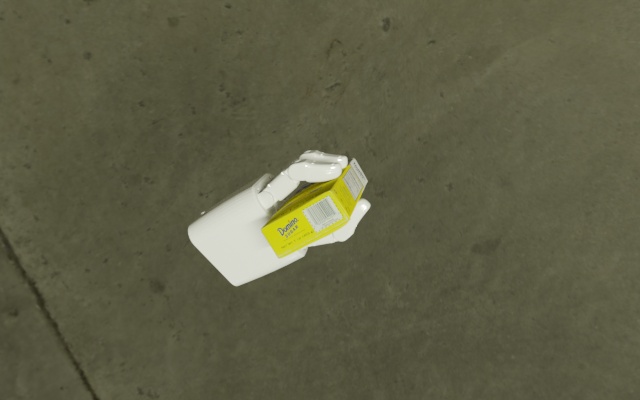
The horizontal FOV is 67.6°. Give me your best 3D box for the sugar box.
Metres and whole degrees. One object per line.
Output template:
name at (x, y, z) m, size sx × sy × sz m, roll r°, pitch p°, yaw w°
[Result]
sugar box at (0.000, 0.002, 0.577) m, size 0.093 × 0.048 × 0.176 m, roll -28°, pitch 11°, yaw 17°
